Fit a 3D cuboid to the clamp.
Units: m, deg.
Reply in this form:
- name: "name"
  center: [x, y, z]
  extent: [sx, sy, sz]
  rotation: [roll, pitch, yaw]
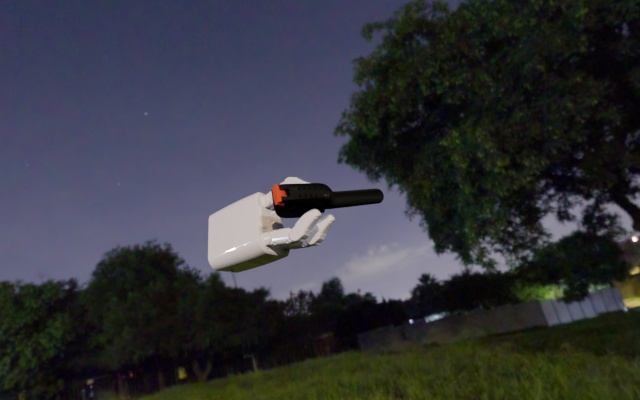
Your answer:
- name: "clamp"
  center: [-0.001, 0.002, 0.756]
  extent: [0.164, 0.036, 0.210]
  rotation: [-22, -19, 20]
